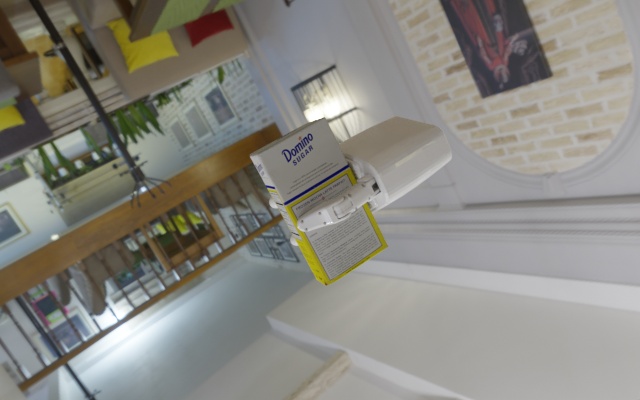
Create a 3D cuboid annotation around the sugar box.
[{"bbox_3d":[0.000,0.002,0.562,0.093,0.176,0.048,-31,13,-17],"label":"sugar box"}]
